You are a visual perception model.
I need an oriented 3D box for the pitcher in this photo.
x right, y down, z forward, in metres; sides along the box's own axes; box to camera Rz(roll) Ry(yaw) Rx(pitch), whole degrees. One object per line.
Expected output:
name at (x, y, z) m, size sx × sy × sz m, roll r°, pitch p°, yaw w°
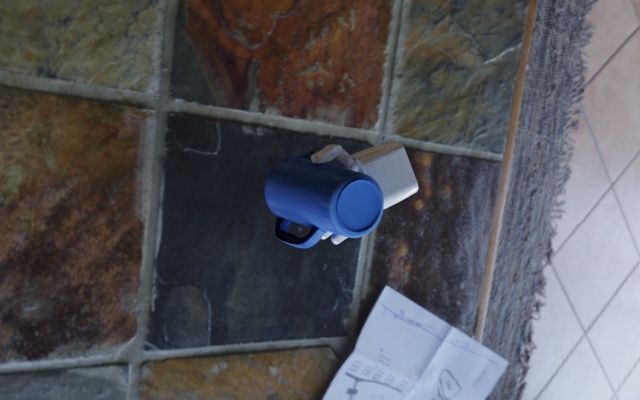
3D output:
pitcher at (0.000, 0.003, 0.872) m, size 0.145 × 0.149 × 0.243 m, roll -23°, pitch 19°, yaw -25°
